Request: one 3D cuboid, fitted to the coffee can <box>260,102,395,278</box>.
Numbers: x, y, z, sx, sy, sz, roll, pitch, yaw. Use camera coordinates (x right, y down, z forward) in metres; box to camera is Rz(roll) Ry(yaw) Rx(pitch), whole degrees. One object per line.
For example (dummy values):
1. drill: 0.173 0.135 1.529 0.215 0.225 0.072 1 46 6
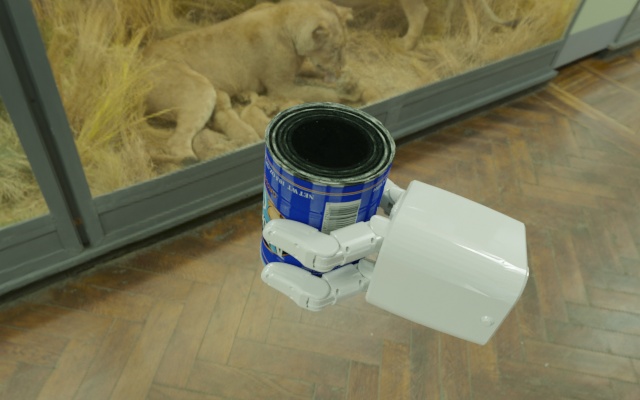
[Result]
1. coffee can: 0.000 0.001 0.419 0.103 0.102 0.140 5 -45 -5
